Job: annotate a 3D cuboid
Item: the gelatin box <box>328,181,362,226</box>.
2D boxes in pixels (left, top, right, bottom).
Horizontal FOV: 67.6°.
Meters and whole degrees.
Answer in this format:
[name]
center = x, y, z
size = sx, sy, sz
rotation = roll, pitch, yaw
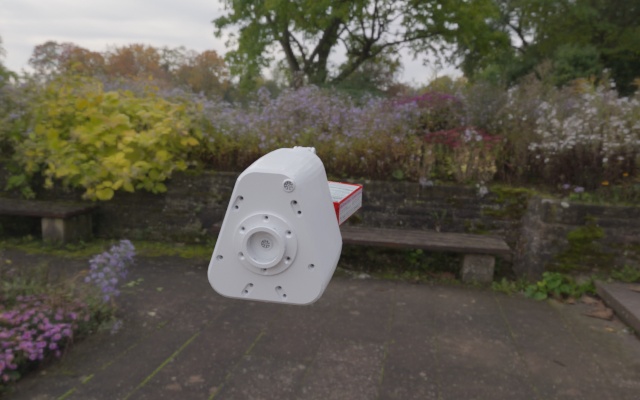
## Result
[gelatin box]
center = 0.000, 0.001, 0.538
size = 0.073, 0.030, 0.089
rotation = 8, 18, 20
